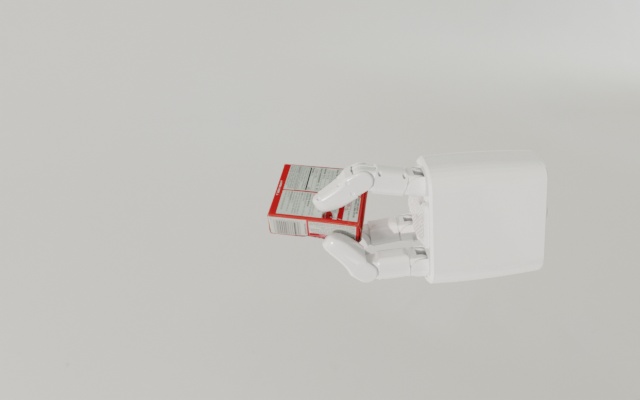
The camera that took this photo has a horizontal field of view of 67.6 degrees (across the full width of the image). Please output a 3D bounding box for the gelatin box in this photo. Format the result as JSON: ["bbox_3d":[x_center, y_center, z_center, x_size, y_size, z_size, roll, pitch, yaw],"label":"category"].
[{"bbox_3d":[0.000,0.001,0.466,0.089,0.073,0.030,6,-43,8],"label":"gelatin box"}]
